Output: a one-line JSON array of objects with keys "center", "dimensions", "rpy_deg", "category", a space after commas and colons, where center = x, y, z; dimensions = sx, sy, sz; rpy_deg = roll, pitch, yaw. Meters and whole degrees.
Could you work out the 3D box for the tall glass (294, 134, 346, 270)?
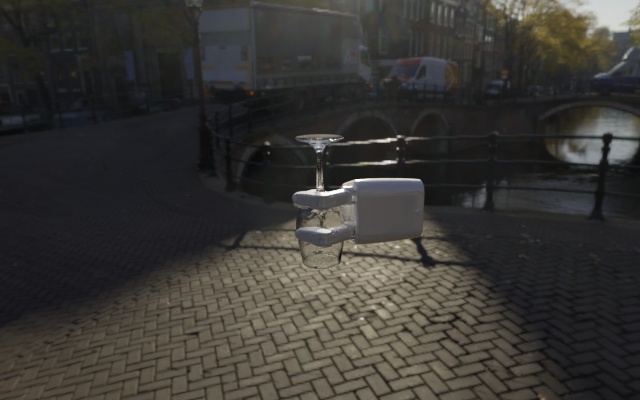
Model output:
[{"center": [0.000, 0.002, 0.737], "dimensions": [0.079, 0.201, 0.079], "rpy_deg": [-1, 15, 0], "category": "tall glass"}]
